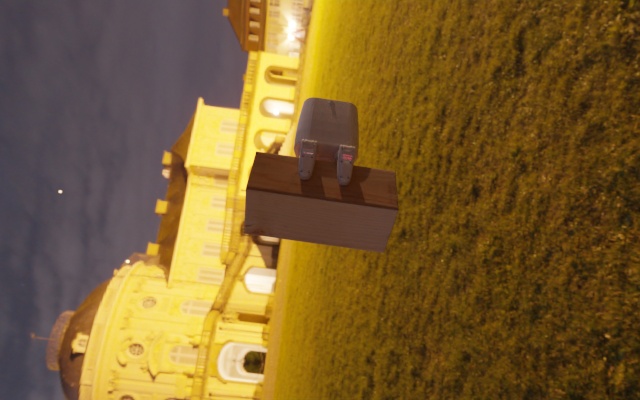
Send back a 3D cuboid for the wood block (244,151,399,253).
[{"bbox_3d":[0.000,0.002,0.695,0.206,0.091,0.090,8,42,-2],"label":"wood block"}]
